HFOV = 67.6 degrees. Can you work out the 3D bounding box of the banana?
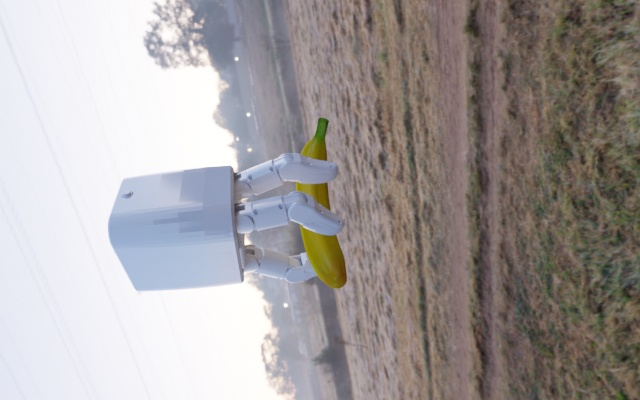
[{"bbox_3d":[-0.003,0.008,0.500,0.037,0.197,0.070,-1,-31,-11],"label":"banana"}]
